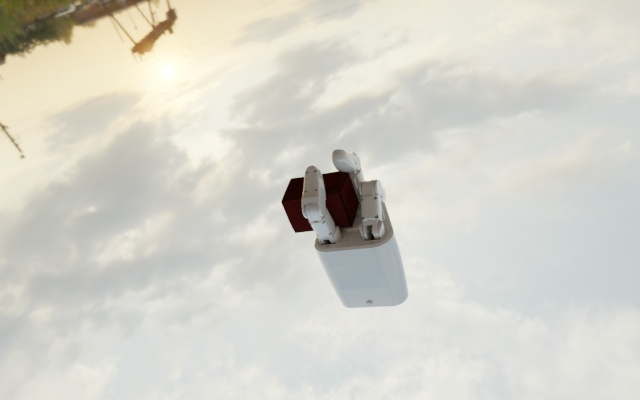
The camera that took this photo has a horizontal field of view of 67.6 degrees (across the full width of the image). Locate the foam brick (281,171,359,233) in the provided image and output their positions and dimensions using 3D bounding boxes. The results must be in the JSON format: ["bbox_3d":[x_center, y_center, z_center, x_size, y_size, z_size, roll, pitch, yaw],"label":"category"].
[{"bbox_3d":[0.000,0.002,0.587,0.078,0.051,0.053,-7,34,21],"label":"foam brick"}]
